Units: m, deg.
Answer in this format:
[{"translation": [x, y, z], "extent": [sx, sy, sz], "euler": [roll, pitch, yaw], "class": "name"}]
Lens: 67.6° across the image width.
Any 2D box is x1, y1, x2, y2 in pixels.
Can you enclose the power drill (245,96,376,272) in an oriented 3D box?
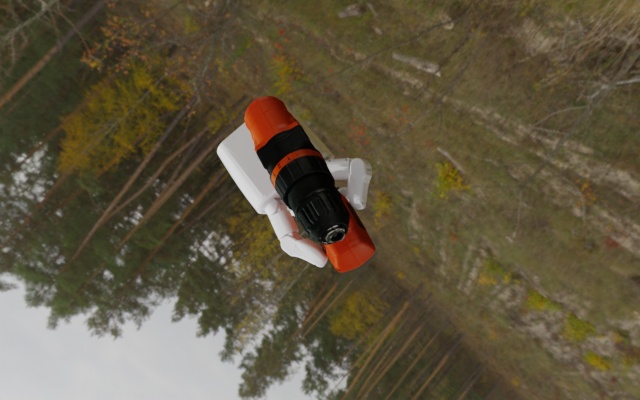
[{"translation": [0.000, 0.002, 0.491], "extent": [0.057, 0.184, 0.188], "euler": [-29, -38, 2], "class": "power drill"}]
